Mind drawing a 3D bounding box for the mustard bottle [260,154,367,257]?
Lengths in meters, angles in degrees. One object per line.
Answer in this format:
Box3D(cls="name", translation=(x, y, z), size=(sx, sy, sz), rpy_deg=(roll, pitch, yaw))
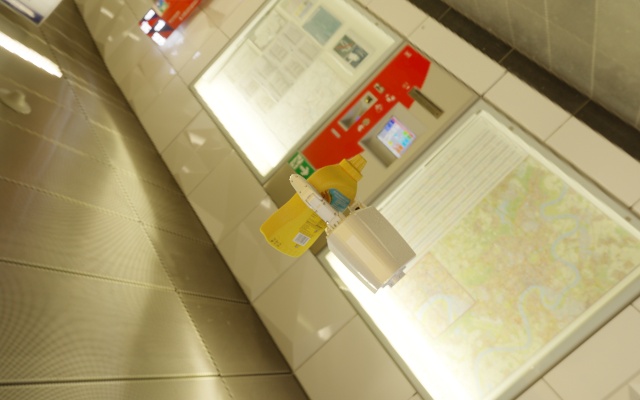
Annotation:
Box3D(cls="mustard bottle", translation=(0.000, 0.002, 0.748), size=(0.096, 0.191, 0.058), rpy_deg=(34, 13, -51))
